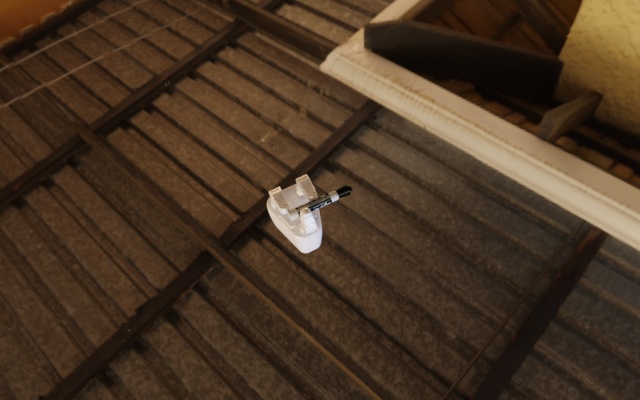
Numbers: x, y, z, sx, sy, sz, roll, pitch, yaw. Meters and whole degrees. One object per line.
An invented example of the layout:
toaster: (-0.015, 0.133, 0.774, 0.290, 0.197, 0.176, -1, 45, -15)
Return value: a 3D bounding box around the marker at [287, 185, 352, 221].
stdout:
marker: (0.000, 0.003, 0.837, 0.121, 0.020, 0.020, -24, 3, -8)
